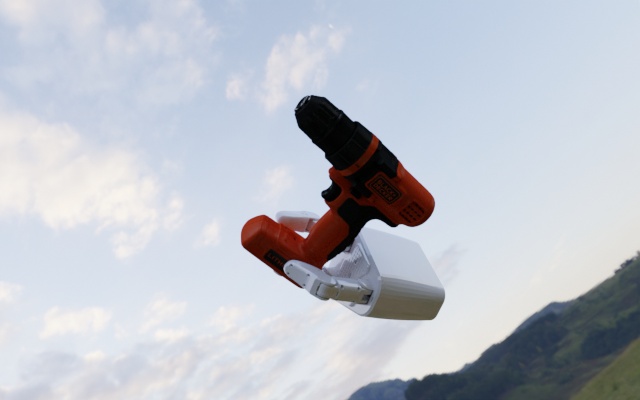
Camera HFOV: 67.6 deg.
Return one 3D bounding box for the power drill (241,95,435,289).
[{"bbox_3d":[0.000,0.002,0.513,0.188,0.184,0.057,-40,21,26],"label":"power drill"}]
